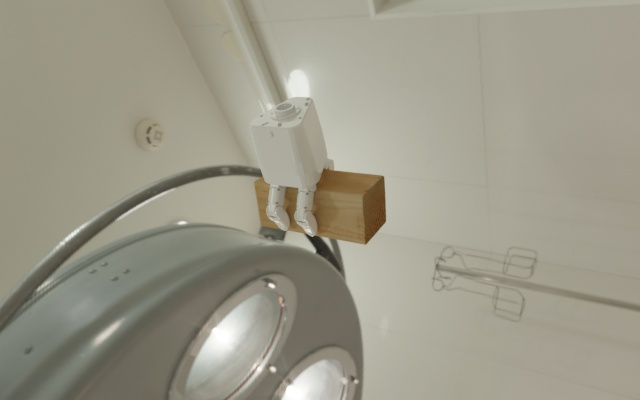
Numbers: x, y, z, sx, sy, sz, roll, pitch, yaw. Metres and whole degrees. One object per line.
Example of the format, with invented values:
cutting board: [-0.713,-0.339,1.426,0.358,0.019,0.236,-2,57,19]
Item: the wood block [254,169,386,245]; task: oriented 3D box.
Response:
wood block: [0.000,0.002,0.824,0.206,0.090,0.090,8,28,29]
